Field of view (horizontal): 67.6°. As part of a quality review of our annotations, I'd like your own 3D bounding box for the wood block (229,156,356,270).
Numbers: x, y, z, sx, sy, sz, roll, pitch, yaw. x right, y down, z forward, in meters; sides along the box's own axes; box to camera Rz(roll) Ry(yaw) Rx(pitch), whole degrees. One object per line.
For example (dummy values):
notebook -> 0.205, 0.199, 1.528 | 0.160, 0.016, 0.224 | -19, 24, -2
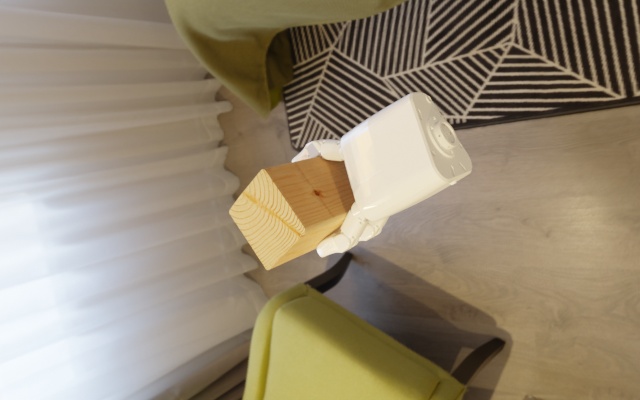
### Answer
wood block -> 0.000, 0.002, 0.620 | 0.206, 0.091, 0.090 | -18, -22, -50
